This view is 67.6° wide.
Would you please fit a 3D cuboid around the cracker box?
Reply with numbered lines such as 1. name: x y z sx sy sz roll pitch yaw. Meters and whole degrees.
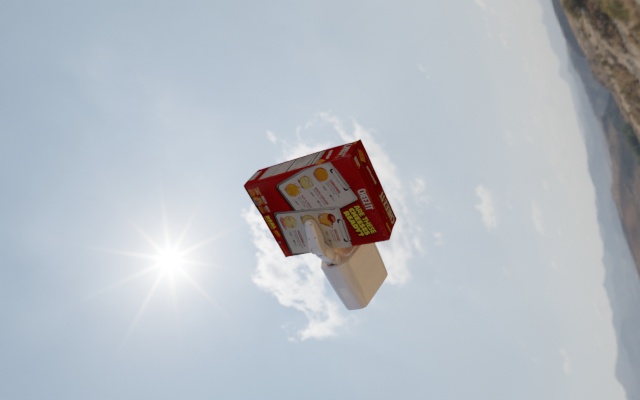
1. cracker box: 0.000 0.003 0.820 0.214 0.164 0.072 -14 27 30
